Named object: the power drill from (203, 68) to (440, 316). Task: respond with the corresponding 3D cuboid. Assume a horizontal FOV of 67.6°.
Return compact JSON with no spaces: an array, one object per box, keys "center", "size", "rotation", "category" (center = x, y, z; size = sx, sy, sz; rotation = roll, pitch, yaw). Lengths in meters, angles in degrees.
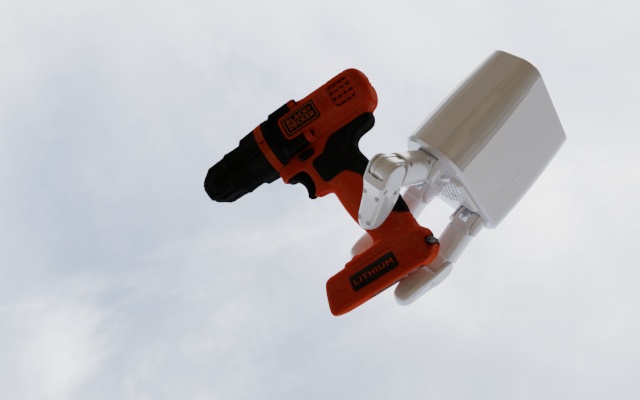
[{"center":[0.001,0.002,0.420],"size":[0.184,0.187,0.057],"rotation":[-33,-14,14],"category":"power drill"}]
